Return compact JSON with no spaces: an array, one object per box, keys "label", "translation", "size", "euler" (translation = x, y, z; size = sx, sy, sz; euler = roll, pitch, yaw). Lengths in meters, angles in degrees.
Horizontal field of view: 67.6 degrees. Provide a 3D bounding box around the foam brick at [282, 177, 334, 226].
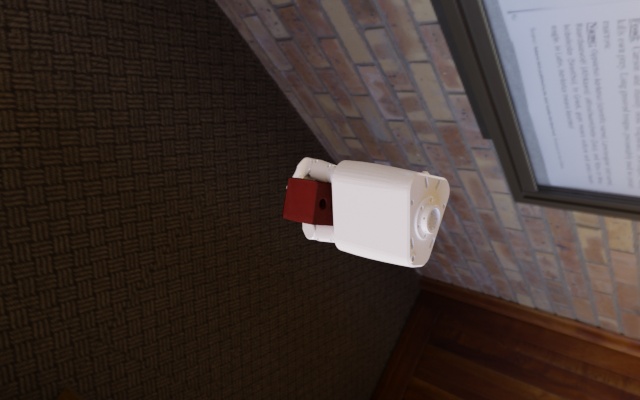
[{"label":"foam brick","translation":[0.000,0.002,0.595],"size":[0.051,0.053,0.078],"euler":[12,5,42]}]
